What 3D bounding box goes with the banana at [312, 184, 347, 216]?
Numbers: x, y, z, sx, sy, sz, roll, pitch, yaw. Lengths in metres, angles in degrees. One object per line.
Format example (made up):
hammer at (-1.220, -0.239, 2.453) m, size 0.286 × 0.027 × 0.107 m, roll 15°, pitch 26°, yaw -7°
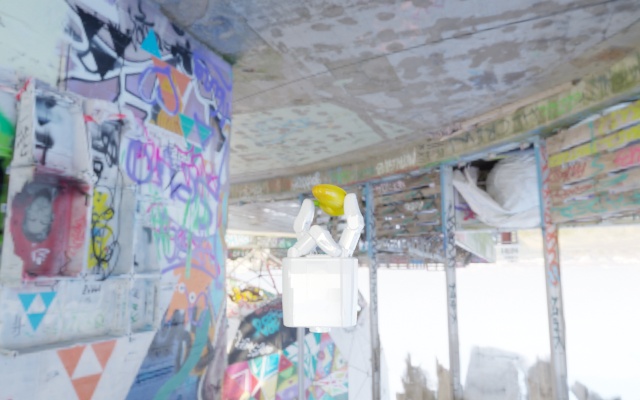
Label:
banana at (0.019, 0.003, 0.807) m, size 0.069 × 0.037 × 0.198 m, roll 1°, pitch -8°, yaw -2°
